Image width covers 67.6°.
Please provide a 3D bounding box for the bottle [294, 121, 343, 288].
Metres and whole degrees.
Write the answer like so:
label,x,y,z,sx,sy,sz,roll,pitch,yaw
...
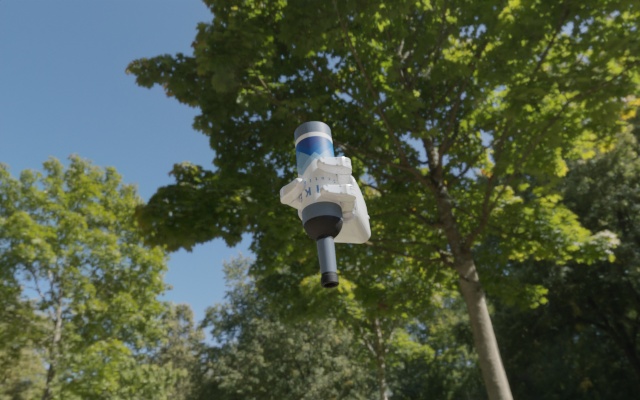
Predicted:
label,x,y,z,sx,sy,sz,roll,pitch,yaw
bottle,0.000,0.002,0.797,0.069,0.295,0.069,-5,-31,-3
